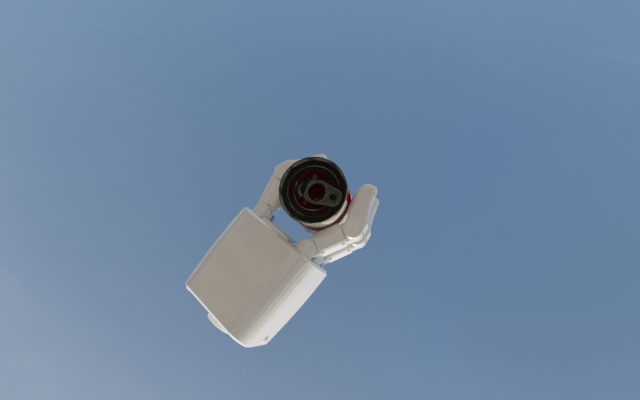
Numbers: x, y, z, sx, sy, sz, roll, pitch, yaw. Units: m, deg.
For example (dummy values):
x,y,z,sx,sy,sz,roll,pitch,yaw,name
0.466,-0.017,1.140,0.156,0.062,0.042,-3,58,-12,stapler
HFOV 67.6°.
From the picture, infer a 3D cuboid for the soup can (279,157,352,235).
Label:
x,y,z,sx,sy,sz,roll,pitch,yaw,name
0.000,0.001,0.510,0.068,0.068,0.102,0,-14,9,soup can
